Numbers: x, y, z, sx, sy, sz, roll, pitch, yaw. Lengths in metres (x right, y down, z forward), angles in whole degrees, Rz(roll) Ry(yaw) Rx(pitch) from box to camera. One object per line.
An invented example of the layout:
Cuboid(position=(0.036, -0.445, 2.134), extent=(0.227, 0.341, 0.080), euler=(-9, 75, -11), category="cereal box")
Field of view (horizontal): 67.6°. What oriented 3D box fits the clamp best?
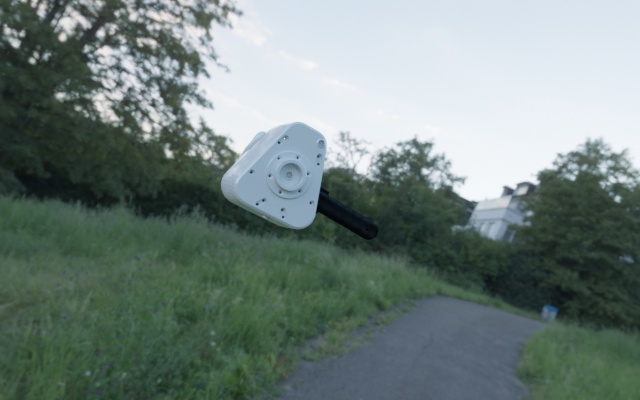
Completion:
Cuboid(position=(0.000, 0.001, 0.635), extent=(0.171, 0.039, 0.120), euler=(28, -5, -17), category="clamp")
